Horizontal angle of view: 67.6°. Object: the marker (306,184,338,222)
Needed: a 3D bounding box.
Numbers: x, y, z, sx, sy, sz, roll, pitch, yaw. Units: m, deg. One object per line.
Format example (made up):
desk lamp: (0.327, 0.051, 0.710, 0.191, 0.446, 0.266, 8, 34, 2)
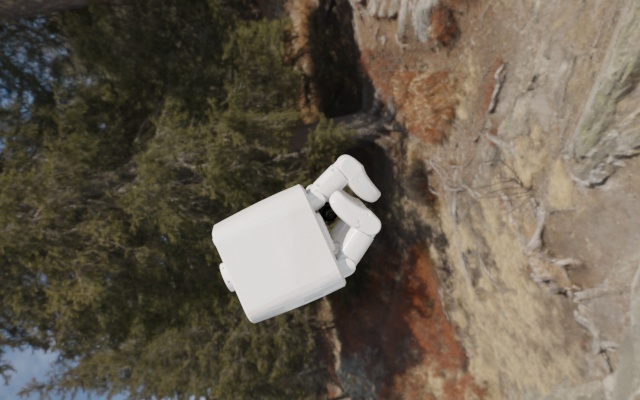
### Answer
marker: (0.000, 0.002, 0.546, 0.020, 0.020, 0.121, 0, 13, -10)
